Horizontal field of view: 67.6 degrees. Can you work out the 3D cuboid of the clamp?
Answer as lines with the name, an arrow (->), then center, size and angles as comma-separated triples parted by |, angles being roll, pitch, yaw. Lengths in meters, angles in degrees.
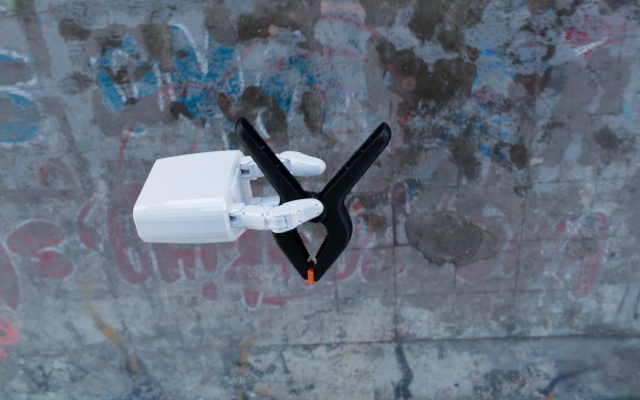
clamp -> 0.000, 0.003, 0.540 | 0.164, 0.210, 0.036 | -3, 27, 8
